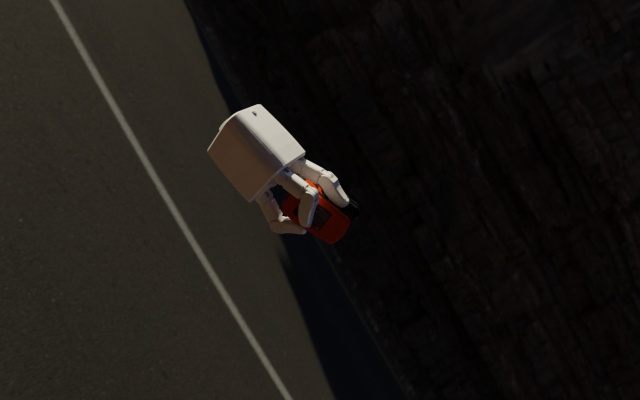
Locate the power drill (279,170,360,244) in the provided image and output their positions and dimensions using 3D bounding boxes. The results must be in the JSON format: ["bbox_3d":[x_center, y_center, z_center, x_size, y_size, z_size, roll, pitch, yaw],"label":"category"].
[{"bbox_3d":[0.000,0.003,0.806,0.184,0.057,0.187,33,13,-14],"label":"power drill"}]
